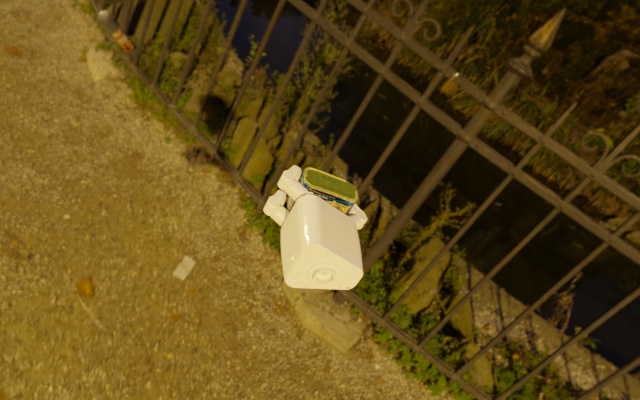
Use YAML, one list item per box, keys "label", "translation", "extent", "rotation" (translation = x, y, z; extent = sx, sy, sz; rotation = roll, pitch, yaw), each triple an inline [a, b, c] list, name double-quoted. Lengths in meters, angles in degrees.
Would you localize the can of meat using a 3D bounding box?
- label: "can of meat"
  translation: [0.000, 0.002, 0.782]
  extent: [0.102, 0.084, 0.057]
  rotation: [19, 35, -18]
